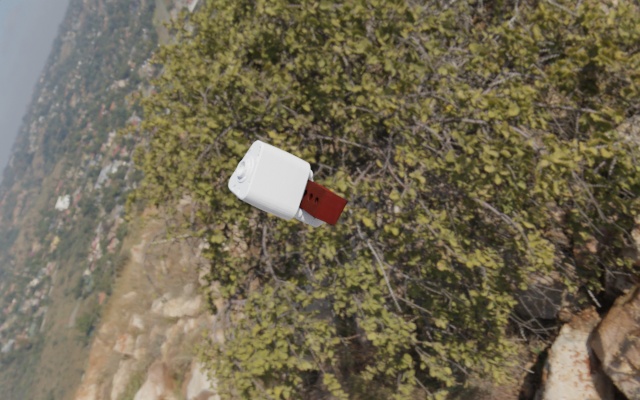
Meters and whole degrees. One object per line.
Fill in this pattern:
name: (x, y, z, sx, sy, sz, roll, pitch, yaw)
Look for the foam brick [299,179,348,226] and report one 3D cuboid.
foam brick: (0.000, 0.003, 0.860, 0.051, 0.053, 0.078, 25, 4, -34)
